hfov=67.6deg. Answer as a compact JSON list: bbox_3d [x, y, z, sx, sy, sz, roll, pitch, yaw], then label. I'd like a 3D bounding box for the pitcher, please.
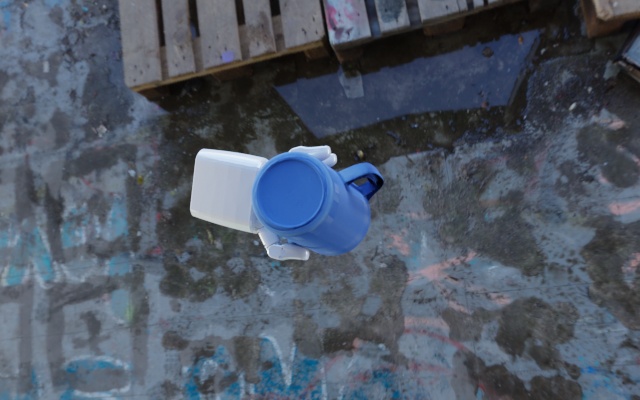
[{"bbox_3d":[0.000,0.002,0.695,0.145,0.149,0.243,13,-6,15],"label":"pitcher"}]
